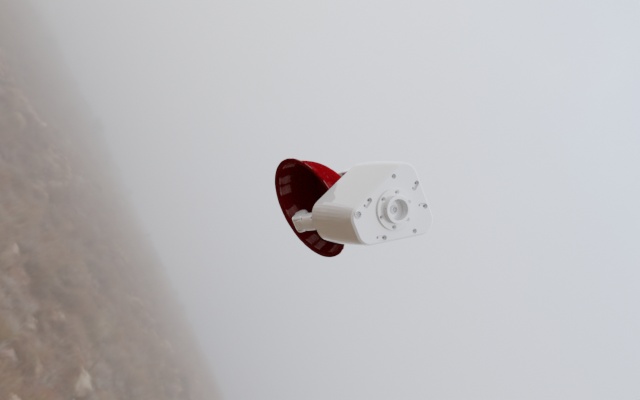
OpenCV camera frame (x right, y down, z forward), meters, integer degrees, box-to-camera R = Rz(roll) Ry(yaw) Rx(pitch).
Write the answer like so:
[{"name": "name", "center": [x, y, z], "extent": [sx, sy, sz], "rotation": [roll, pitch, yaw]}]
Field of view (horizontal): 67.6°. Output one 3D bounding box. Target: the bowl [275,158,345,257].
[{"name": "bowl", "center": [0.000, 0.002, 0.719], "extent": [0.055, 0.162, 0.162], "rotation": [-29, 16, -31]}]
